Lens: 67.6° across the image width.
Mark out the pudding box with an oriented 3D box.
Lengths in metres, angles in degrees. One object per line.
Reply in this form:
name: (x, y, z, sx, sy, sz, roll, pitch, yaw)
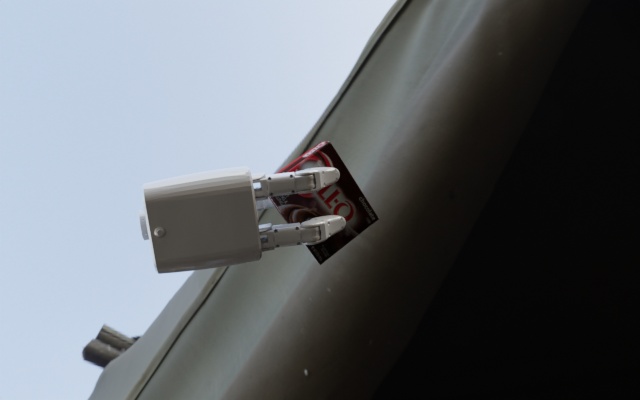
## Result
pudding box: (0.000, 0.002, 0.550, 0.090, 0.113, 0.039, -37, 18, -9)
